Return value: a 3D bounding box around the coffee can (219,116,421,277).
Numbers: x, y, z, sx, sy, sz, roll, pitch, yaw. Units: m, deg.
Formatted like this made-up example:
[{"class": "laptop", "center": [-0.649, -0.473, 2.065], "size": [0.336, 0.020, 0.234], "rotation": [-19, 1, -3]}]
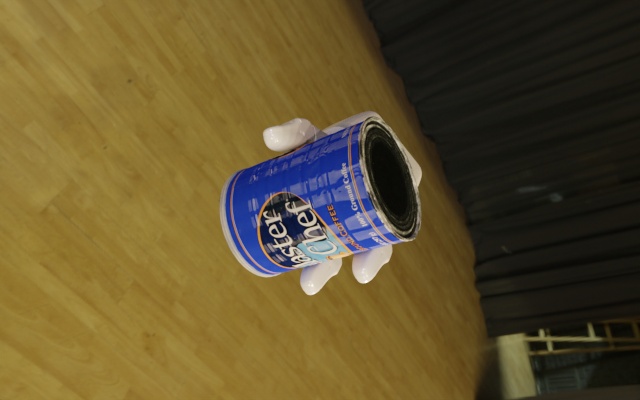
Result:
[{"class": "coffee can", "center": [0.000, 0.001, 0.408], "size": [0.140, 0.103, 0.103], "rotation": [-18, -9, 29]}]
